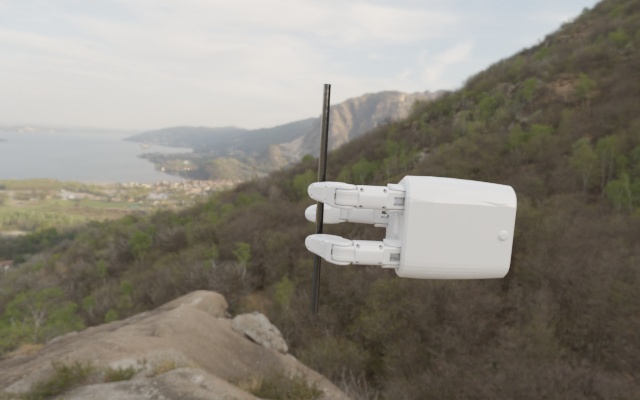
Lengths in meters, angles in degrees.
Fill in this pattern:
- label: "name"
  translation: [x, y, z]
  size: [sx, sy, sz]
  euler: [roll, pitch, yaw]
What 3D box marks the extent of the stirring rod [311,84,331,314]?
- label: "stirring rod"
  translation: [0.000, 0.002, 0.498]
  size: [0.011, 0.239, 0.011]
  euler: [3, 8, 0]
